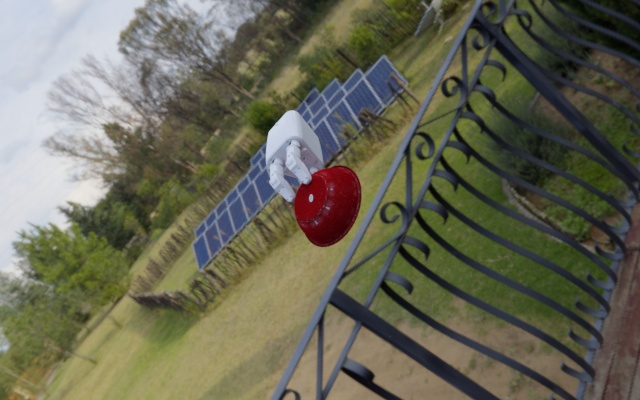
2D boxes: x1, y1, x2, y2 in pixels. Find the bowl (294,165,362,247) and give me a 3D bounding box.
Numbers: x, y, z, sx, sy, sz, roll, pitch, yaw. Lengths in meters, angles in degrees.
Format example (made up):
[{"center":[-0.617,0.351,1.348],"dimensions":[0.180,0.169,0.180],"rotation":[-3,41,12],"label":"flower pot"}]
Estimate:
[{"center":[0.000,0.004,0.890],"dimensions":[0.055,0.162,0.162],"rotation":[21,-13,-39],"label":"bowl"}]
